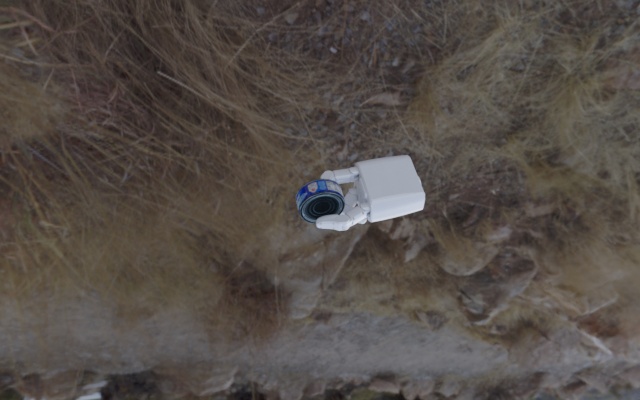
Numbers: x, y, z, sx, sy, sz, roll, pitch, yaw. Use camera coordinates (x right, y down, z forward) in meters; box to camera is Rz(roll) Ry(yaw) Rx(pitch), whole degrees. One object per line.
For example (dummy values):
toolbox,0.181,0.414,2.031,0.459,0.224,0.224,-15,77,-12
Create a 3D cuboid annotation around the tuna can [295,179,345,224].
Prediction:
tuna can,0.000,0.003,0.853,0.086,0.033,0.086,-9,-41,-8
